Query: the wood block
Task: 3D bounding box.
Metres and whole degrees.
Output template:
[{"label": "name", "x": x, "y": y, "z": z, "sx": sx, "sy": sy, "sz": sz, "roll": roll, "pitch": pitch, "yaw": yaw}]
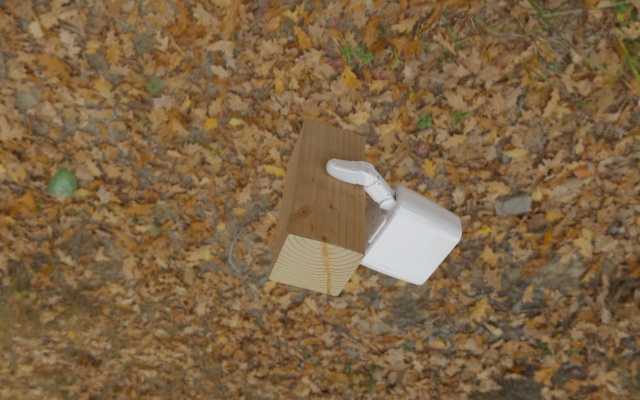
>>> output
[{"label": "wood block", "x": 0.001, "y": 0.002, "z": 0.608, "sx": 0.090, "sy": 0.206, "sz": 0.091, "roll": 16, "pitch": -46, "yaw": -11}]
